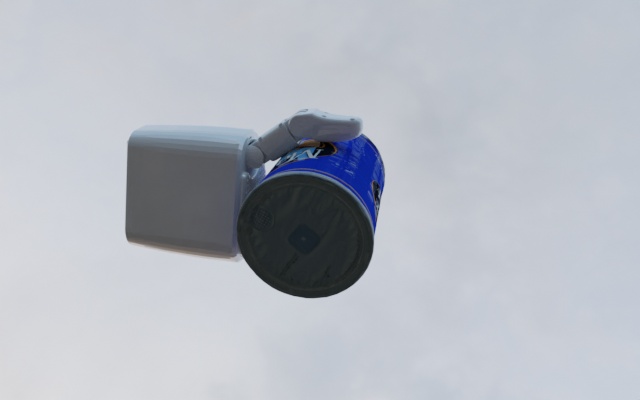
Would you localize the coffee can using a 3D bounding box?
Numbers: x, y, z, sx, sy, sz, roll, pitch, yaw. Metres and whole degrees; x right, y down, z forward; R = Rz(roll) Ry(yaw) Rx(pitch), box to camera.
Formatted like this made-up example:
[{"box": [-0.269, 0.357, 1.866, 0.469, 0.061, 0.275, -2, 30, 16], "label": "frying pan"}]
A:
[{"box": [0.000, 0.001, 0.408, 0.103, 0.103, 0.140, 0, 23, 11], "label": "coffee can"}]
